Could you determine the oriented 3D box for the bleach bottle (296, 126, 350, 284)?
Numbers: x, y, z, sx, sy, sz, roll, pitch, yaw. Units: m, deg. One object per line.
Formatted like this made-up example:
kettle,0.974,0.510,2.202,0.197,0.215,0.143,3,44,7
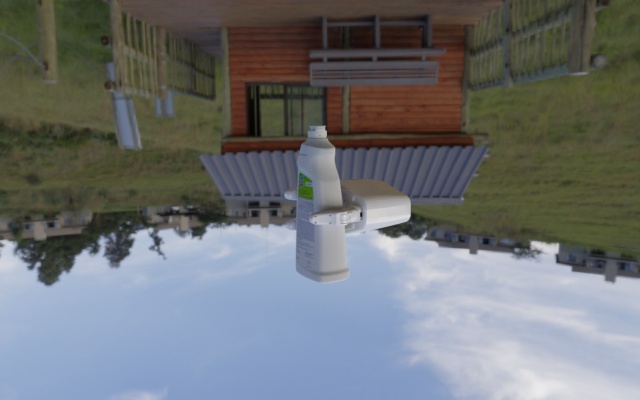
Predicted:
bleach bottle,0.000,0.003,0.794,0.068,0.251,0.102,-5,9,-33
